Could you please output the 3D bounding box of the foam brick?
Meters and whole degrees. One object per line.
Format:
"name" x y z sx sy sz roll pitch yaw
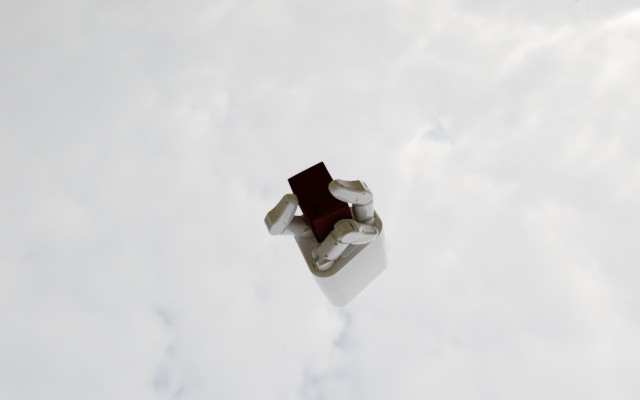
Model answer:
"foam brick" 0.000 0.002 0.595 0.053 0.078 0.051 -26 -37 -4
